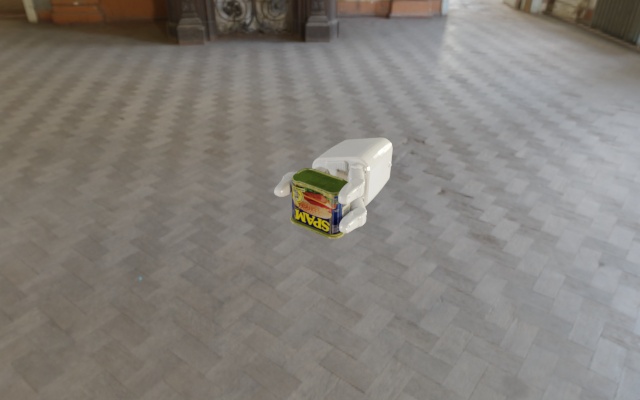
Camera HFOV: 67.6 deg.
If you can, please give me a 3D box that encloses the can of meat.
[{"bbox_3d":[0.000,0.002,0.781,0.102,0.084,0.057,21,37,29],"label":"can of meat"}]
